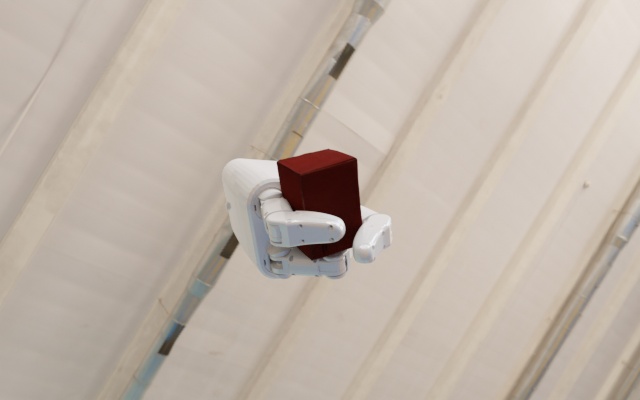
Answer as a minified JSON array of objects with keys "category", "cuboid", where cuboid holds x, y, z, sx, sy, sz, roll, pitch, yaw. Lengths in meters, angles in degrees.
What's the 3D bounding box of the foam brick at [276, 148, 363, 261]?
[{"category":"foam brick","cuboid":[0.000,0.001,0.403,0.053,0.078,0.051,-16,24,-21]}]
